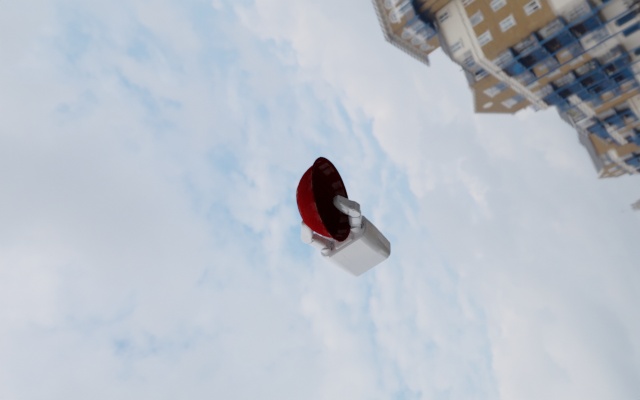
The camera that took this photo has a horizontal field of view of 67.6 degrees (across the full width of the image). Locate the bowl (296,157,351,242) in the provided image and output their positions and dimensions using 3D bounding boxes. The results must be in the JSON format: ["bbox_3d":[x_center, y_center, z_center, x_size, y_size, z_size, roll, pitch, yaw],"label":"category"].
[{"bbox_3d":[-0.001,0.002,0.890,0.055,0.162,0.162,-15,-6,24],"label":"bowl"}]
